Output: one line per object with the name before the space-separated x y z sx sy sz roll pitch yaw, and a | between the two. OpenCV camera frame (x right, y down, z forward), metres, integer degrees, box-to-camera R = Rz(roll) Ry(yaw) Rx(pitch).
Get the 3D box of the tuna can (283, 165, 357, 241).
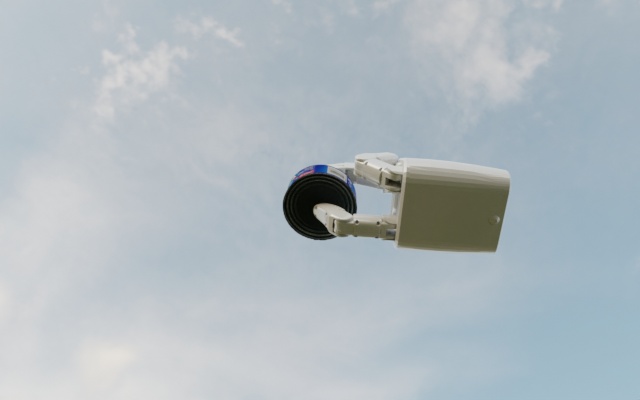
tuna can | 0.000 0.002 0.561 0.086 0.086 0.033 0 25 4
